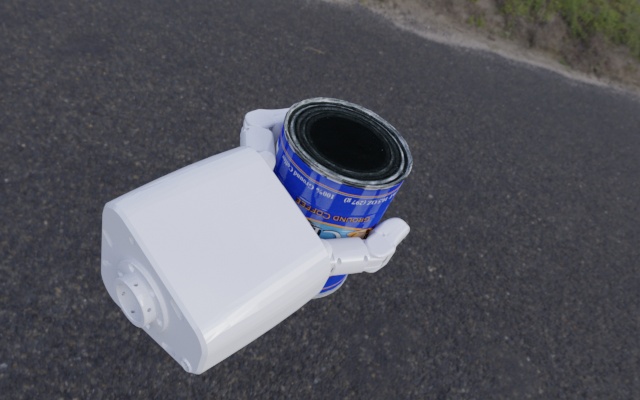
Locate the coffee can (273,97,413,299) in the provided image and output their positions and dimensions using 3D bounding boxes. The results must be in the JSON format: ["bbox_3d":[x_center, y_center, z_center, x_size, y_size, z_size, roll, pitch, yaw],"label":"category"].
[{"bbox_3d":[0.000,0.001,0.402,0.103,0.102,0.140,0,-43,-26],"label":"coffee can"}]
